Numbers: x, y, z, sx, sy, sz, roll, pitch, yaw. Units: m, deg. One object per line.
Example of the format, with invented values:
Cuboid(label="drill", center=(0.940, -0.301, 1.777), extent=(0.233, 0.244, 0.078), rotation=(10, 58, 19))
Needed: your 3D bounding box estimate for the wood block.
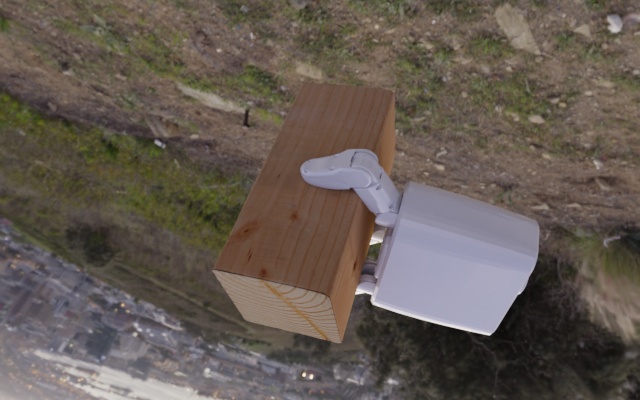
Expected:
Cuboid(label="wood block", center=(0.000, 0.001, 0.416), extent=(0.090, 0.206, 0.091), rotation=(9, -35, 16))
